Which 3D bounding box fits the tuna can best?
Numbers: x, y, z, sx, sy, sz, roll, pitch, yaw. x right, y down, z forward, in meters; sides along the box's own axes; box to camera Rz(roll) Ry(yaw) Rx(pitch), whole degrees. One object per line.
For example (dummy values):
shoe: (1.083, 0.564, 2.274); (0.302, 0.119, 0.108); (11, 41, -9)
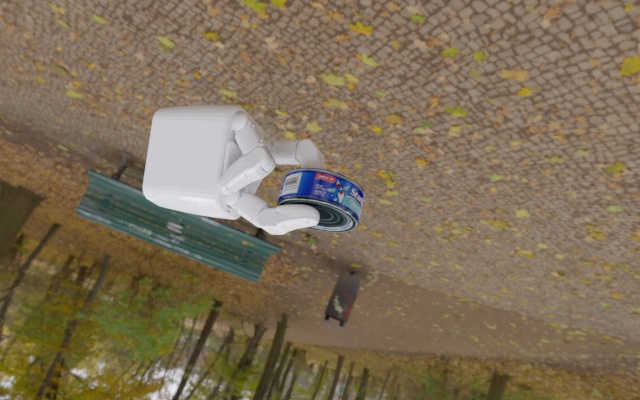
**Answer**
tuna can: (0.000, 0.002, 0.485); (0.086, 0.033, 0.086); (12, -22, 5)
